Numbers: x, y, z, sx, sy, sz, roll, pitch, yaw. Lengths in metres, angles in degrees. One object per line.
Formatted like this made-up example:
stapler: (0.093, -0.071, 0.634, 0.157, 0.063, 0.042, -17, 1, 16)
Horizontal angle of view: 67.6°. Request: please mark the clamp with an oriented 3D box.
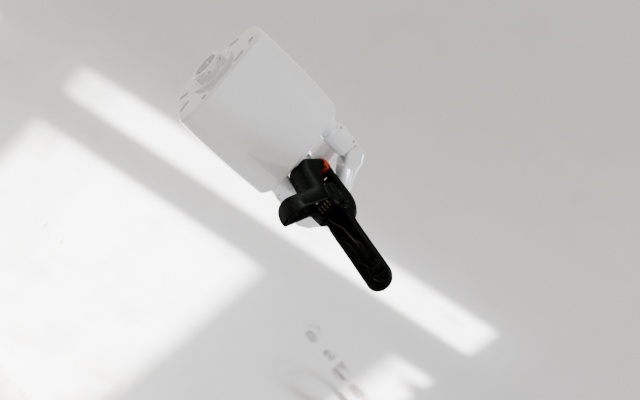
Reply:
clamp: (0.001, 0.001, 0.442, 0.120, 0.039, 0.171, 42, 13, -34)
